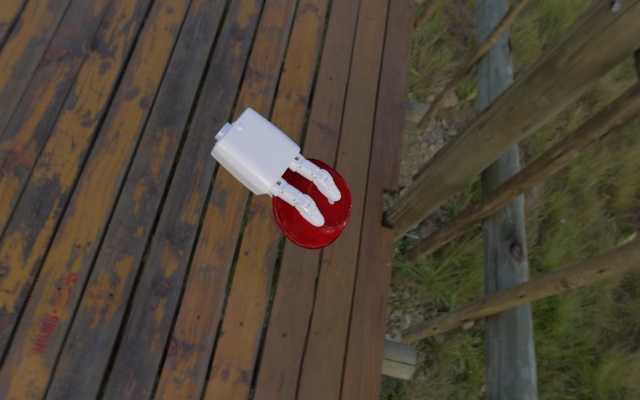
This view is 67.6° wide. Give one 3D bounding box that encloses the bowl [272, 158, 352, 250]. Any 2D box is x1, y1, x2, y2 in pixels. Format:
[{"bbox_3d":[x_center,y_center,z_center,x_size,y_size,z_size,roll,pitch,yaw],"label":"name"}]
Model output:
[{"bbox_3d":[0.001,0.003,0.814,0.162,0.162,0.055,0,-6,-36],"label":"bowl"}]
